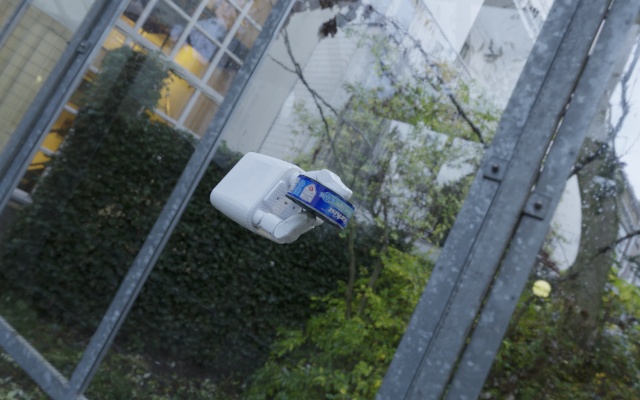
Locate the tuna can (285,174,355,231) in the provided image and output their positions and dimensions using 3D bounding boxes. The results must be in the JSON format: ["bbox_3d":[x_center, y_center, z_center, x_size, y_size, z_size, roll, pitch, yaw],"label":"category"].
[{"bbox_3d":[0.000,0.002,0.603,0.086,0.034,0.086,31,-5,3],"label":"tuna can"}]
